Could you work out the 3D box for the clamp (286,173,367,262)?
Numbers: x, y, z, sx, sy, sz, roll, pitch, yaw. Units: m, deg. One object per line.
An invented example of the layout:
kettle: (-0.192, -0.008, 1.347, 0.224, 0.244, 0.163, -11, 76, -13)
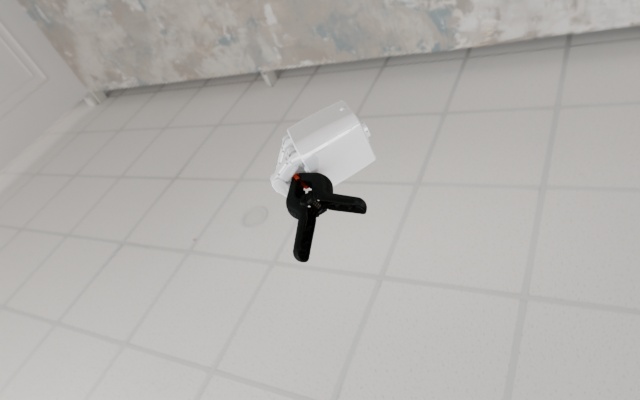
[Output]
clamp: (0.000, 0.003, 0.694, 0.120, 0.039, 0.171, -30, 39, 9)
